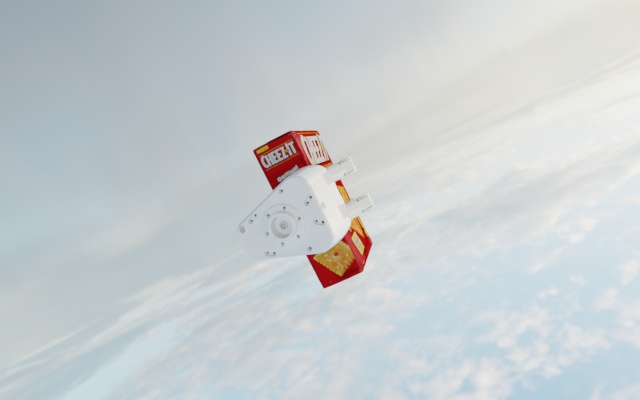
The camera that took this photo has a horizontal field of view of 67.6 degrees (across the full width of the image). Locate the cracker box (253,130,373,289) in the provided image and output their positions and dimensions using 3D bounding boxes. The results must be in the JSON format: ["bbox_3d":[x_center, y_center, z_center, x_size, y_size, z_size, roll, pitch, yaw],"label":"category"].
[{"bbox_3d":[0.000,0.003,0.715,0.072,0.214,0.164,-25,3,14],"label":"cracker box"}]
